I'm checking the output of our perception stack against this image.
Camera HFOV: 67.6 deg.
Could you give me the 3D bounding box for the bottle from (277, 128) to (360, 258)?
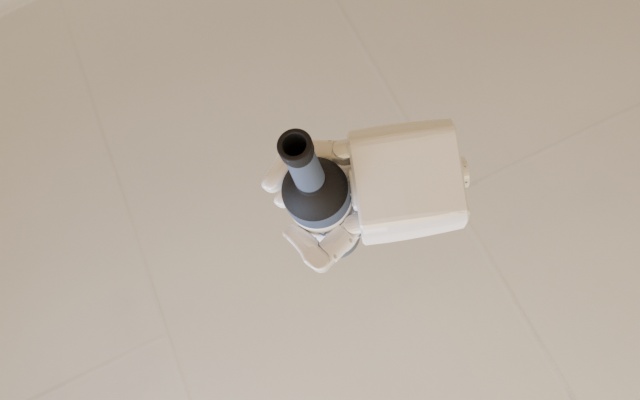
[{"bbox_3d":[0.000,0.002,0.497,0.069,0.069,0.296,0,-17,8],"label":"bottle"}]
